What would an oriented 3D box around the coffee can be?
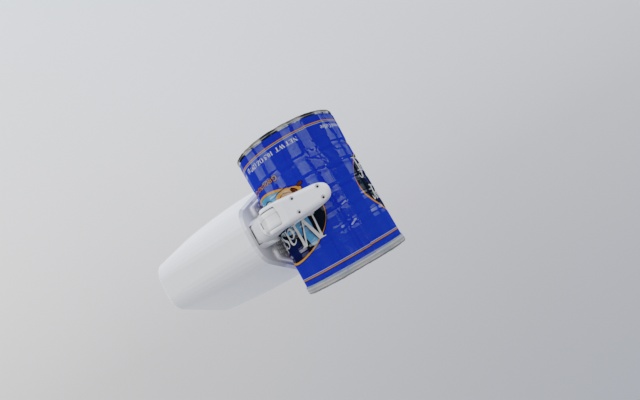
[{"bbox_3d":[0.000,0.002,0.451,0.103,0.140,0.103,-29,-6,-3],"label":"coffee can"}]
